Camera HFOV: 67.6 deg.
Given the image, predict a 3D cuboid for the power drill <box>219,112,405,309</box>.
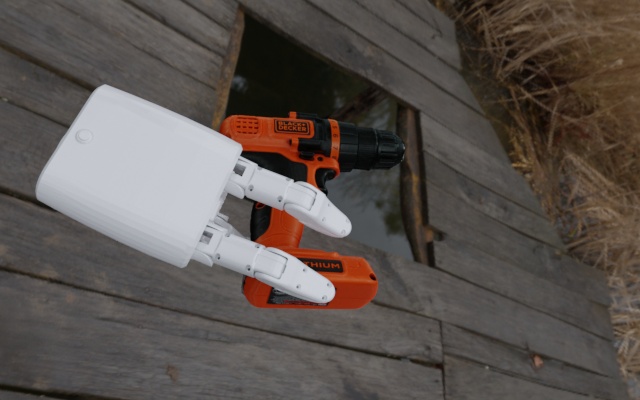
[{"bbox_3d":[0.000,0.002,0.429,0.184,0.187,0.057,2,-37,-11],"label":"power drill"}]
